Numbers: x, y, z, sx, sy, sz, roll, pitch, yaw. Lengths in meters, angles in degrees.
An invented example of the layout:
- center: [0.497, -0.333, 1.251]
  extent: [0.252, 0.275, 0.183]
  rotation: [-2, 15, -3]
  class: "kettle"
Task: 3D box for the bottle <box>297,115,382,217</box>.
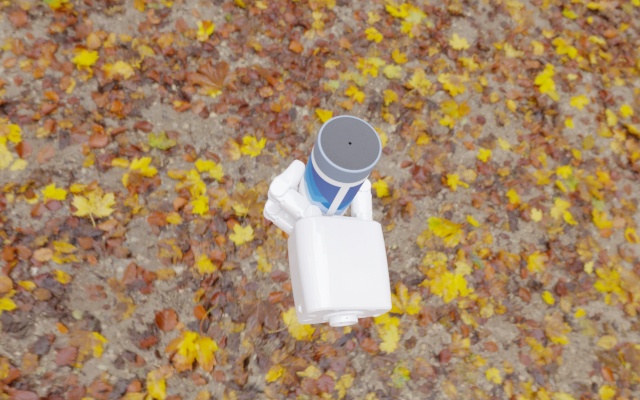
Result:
- center: [0.000, 0.002, 0.609]
  extent: [0.069, 0.069, 0.296]
  rotation: [0, -24, -13]
  class: "bottle"
